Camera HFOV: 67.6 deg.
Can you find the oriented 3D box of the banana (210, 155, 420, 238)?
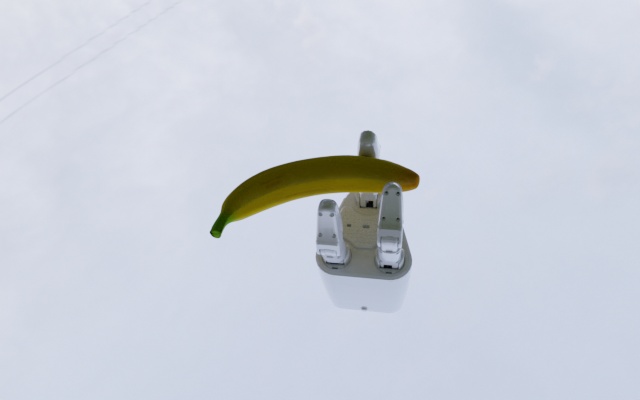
[{"bbox_3d":[-0.008,-0.012,0.454,0.198,0.069,0.037,-15,-37,-6],"label":"banana"}]
